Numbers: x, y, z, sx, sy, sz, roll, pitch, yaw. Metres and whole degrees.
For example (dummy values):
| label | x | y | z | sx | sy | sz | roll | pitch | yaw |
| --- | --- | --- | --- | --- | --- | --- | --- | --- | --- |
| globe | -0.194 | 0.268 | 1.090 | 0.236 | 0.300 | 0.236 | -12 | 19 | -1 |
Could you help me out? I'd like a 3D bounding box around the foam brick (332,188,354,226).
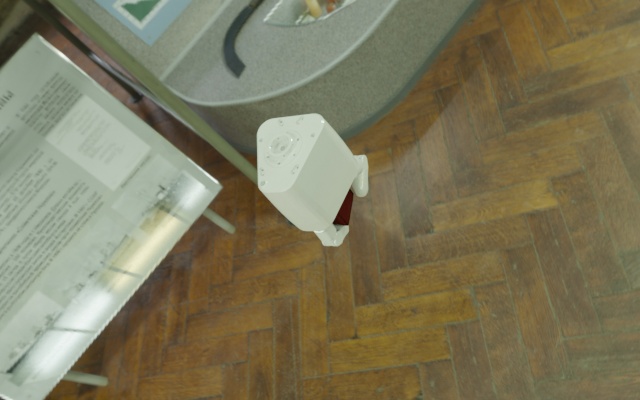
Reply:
| label | x | y | z | sx | sy | sz | roll | pitch | yaw |
| --- | --- | --- | --- | --- | --- | --- | --- | --- | --- |
| foam brick | 0.000 | 0.002 | 0.673 | 0.078 | 0.053 | 0.051 | -2 | -27 | 27 |
